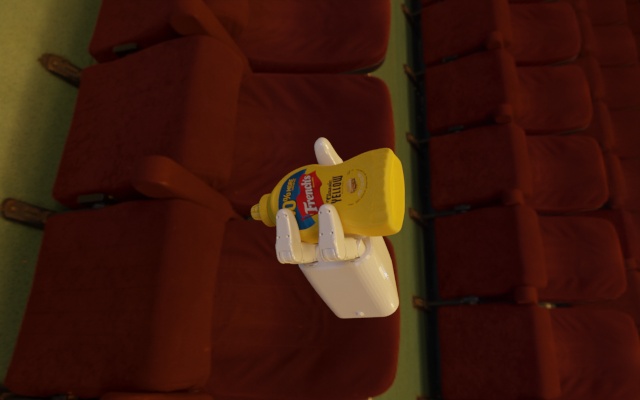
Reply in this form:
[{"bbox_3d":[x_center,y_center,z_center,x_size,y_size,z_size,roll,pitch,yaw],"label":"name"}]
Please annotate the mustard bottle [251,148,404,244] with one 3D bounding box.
[{"bbox_3d":[0.000,0.002,0.562,0.191,0.096,0.058,-10,-26,28],"label":"mustard bottle"}]
